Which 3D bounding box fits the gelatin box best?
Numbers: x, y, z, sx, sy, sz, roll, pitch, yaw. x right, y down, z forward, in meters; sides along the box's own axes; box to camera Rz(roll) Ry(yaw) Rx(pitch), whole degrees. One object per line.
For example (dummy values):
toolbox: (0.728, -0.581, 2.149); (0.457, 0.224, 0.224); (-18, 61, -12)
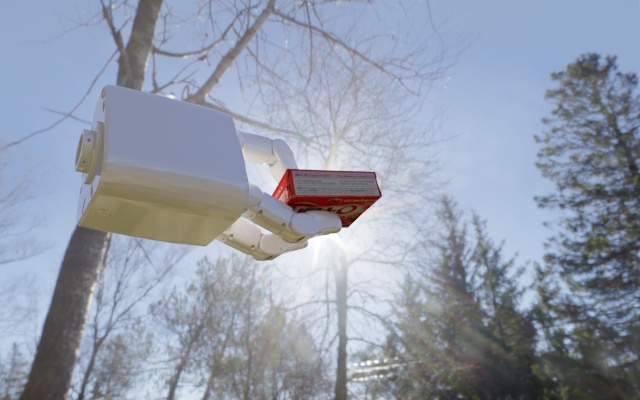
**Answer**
gelatin box: (0.000, 0.001, 0.442); (0.089, 0.030, 0.073); (-1, -26, -24)
